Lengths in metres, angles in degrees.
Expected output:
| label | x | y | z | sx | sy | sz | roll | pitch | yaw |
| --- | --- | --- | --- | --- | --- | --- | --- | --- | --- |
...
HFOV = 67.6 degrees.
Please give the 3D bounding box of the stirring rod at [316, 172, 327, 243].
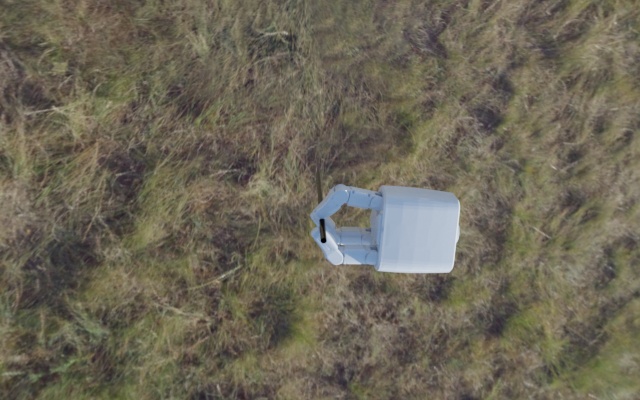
| label | x | y | z | sx | sy | sz | roll | pitch | yaw |
| --- | --- | --- | --- | --- | --- | --- | --- | --- | --- |
| stirring rod | 0.000 | 0.002 | 0.715 | 0.011 | 0.011 | 0.239 | 0 | 24 | -2 |
